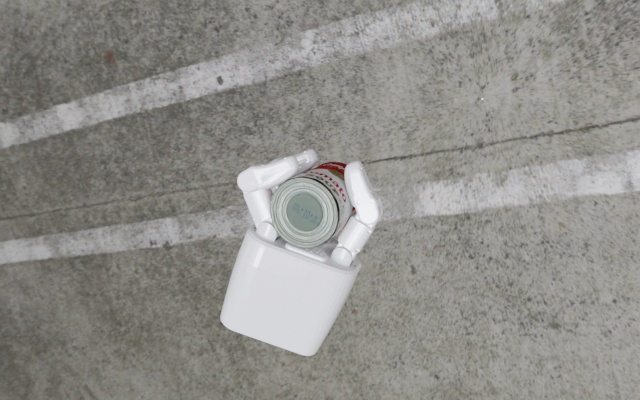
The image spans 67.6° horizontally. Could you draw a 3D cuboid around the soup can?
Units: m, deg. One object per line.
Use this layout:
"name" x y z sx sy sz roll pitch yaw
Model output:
"soup can" 0.000 0.001 0.468 0.068 0.068 0.102 0 11 19
